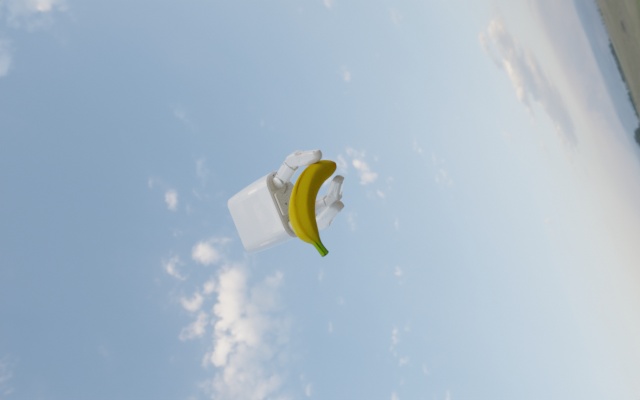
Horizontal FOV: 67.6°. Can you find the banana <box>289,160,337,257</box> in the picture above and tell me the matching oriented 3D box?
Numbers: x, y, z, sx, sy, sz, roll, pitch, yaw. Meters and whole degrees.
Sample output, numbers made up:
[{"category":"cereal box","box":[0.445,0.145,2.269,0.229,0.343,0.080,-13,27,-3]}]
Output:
[{"category":"banana","box":[-0.012,-0.006,0.714,0.037,0.197,0.070,-28,-55,32]}]
